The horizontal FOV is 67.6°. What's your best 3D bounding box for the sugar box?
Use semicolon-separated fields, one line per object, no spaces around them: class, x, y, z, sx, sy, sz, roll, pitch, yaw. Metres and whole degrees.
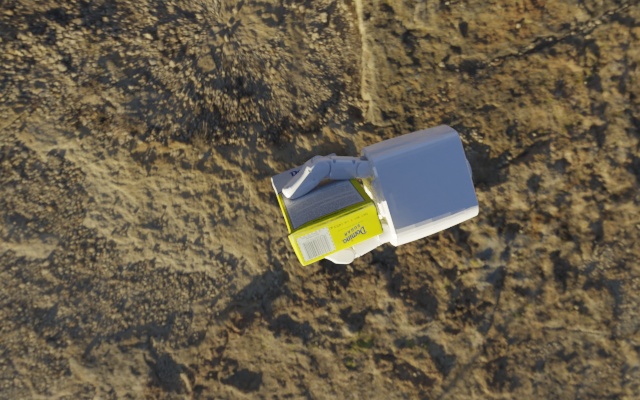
sugar box;0.000;0.002;0.557;0.093;0.048;0.176;-21;22;-3
